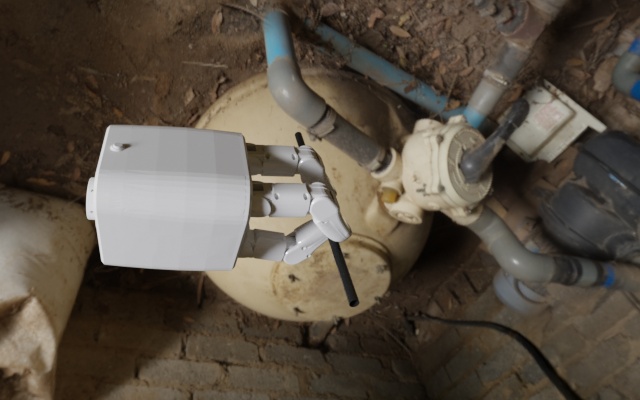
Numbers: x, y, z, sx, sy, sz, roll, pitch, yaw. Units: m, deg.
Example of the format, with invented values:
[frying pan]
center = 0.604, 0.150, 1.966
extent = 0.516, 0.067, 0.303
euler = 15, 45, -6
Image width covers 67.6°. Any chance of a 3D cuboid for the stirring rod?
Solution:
[stirring rod]
center = 0.000, 0.001, 0.443
extent = 0.011, 0.011, 0.239
euler = 0, 39, -15
